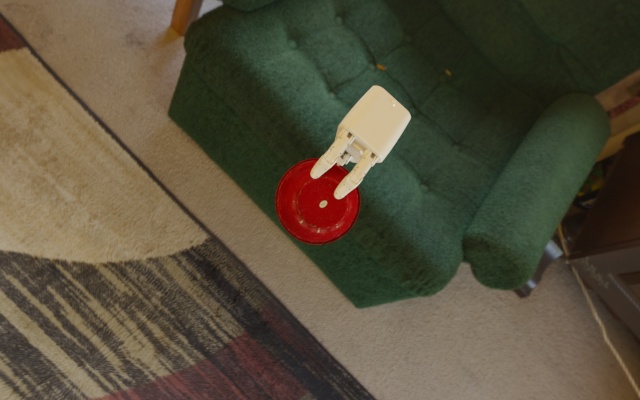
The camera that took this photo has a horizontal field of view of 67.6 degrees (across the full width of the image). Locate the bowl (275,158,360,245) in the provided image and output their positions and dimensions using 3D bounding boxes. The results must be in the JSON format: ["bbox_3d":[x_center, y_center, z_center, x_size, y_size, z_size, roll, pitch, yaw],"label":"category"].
[{"bbox_3d":[0.000,0.004,0.864,0.162,0.162,0.055,0,2,-10],"label":"bowl"}]
